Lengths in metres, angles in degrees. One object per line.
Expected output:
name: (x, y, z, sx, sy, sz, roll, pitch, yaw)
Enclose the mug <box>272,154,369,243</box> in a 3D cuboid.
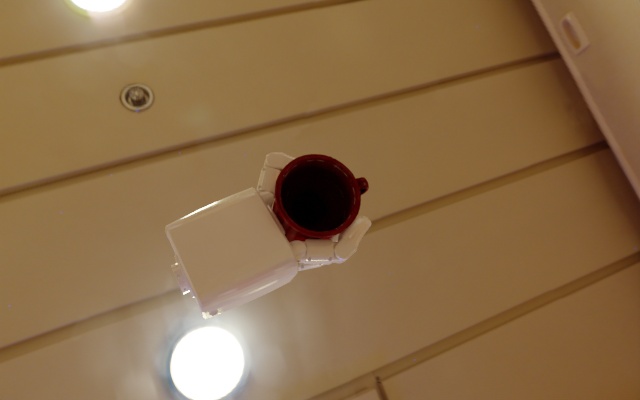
mug: (0.001, 0.001, 0.543, 0.117, 0.093, 0.081, -22, -12, -19)
